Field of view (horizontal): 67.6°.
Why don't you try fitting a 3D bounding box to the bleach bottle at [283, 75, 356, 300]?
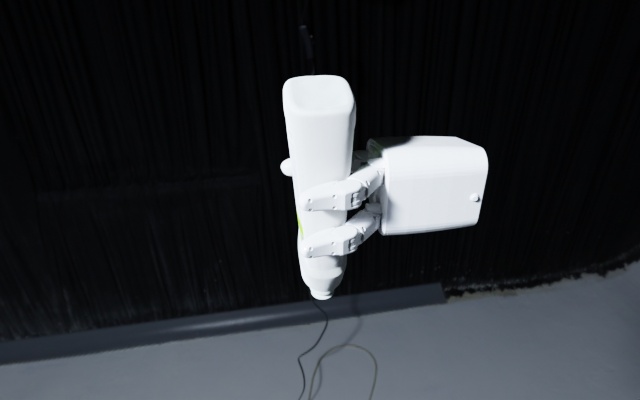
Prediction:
[{"bbox_3d":[0.000,0.002,0.521,0.068,0.251,0.102,-4,34,-4],"label":"bleach bottle"}]
